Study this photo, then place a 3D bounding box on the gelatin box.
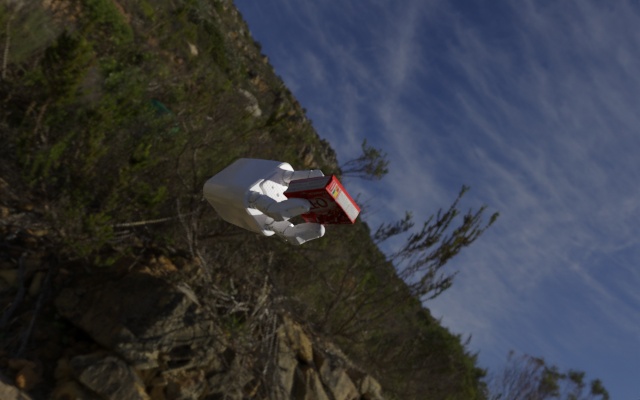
[{"bbox_3d":[0.001,0.002,0.679,0.089,0.030,0.073,-6,-47,43],"label":"gelatin box"}]
